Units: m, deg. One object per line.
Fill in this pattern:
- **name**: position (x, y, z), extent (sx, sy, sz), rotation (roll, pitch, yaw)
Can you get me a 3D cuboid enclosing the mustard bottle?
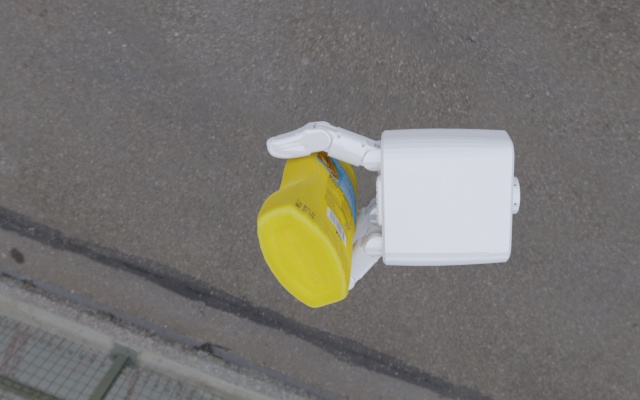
- **mustard bottle**: position (0.000, 0.002, 0.440), extent (0.058, 0.096, 0.191), rotation (-23, 22, 20)
